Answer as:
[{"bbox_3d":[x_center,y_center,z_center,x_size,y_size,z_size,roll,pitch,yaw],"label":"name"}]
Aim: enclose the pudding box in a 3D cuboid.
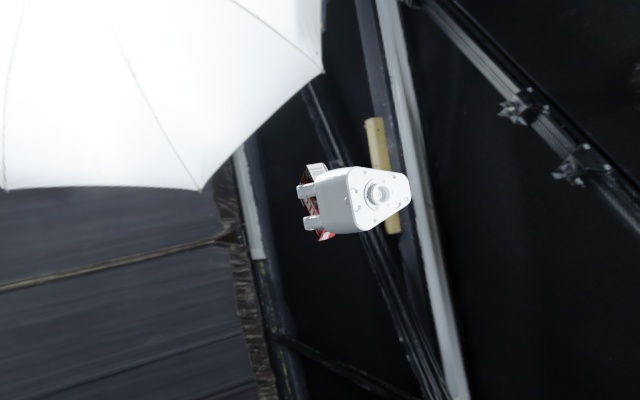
[{"bbox_3d":[0.000,0.003,0.858,0.039,0.113,0.090,-11,-27,-23],"label":"pudding box"}]
